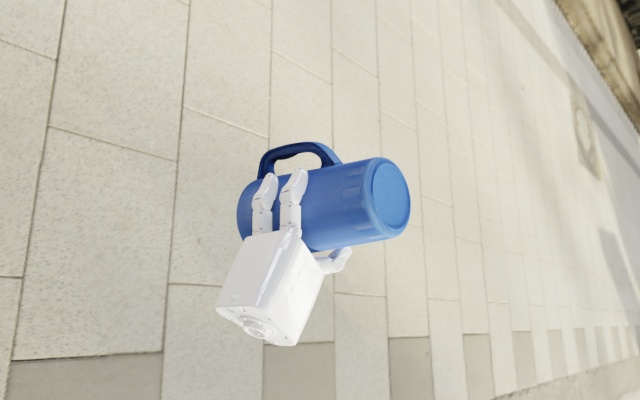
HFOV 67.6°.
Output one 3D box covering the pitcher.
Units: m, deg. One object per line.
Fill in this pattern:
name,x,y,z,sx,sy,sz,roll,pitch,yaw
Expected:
pitcher,0.000,0.002,0.690,0.243,0.145,0.149,-12,-48,41
